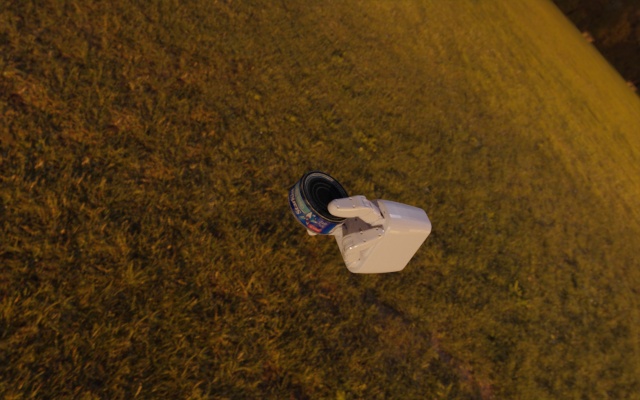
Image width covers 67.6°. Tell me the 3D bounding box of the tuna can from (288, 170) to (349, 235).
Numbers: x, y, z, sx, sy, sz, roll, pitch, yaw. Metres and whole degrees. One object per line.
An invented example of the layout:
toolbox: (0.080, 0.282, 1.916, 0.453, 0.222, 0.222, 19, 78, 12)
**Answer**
tuna can: (0.000, 0.002, 0.650, 0.086, 0.086, 0.034, 0, -32, -42)
